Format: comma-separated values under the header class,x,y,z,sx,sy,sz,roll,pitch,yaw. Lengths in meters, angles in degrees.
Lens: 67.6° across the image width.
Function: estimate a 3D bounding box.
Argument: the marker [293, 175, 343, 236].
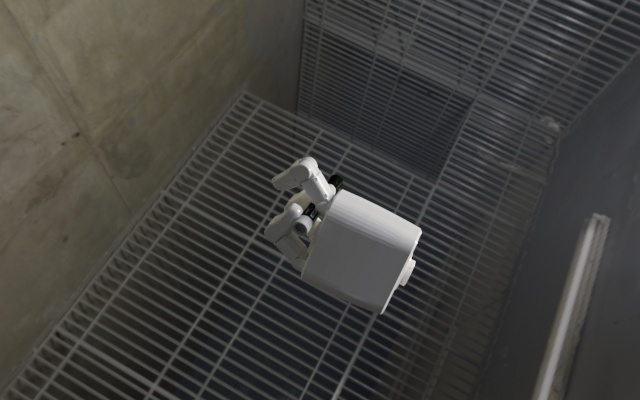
class,x,y,z,sx,sy,sz,roll,pitch,yaw
marker,0.000,0.002,0.575,0.020,0.020,0.121,0,30,26
